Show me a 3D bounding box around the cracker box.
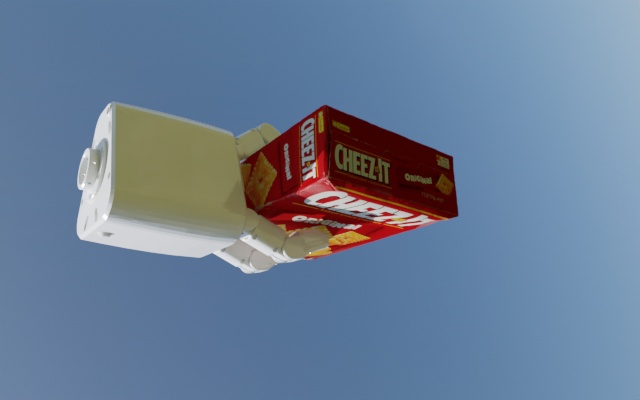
[{"bbox_3d":[0.000,0.001,0.478,0.164,0.072,0.214,13,-24,-37],"label":"cracker box"}]
